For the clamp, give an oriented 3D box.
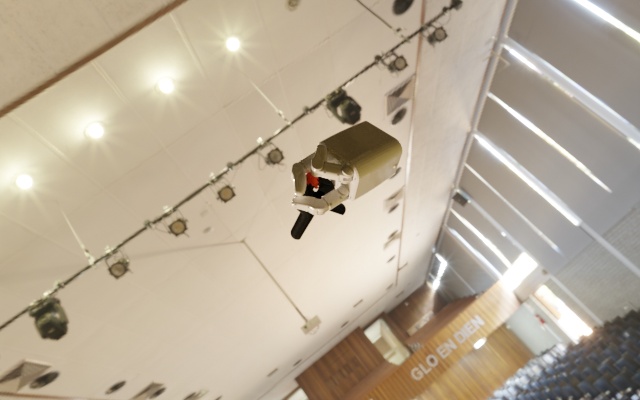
[{"bbox_3d":[0.000,0.002,0.879,0.120,0.039,0.172,-30,-26,-23],"label":"clamp"}]
